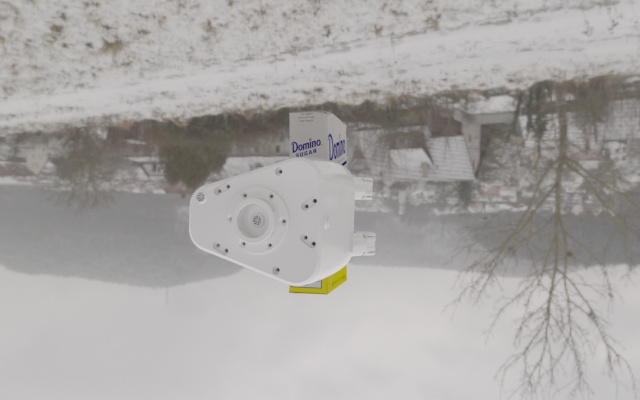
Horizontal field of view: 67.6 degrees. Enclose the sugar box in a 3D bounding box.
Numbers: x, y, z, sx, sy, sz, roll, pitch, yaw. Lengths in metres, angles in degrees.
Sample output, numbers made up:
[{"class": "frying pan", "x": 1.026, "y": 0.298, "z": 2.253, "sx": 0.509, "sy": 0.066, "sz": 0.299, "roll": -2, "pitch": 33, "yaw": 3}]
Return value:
[{"class": "sugar box", "x": 0.001, "y": 0.002, "z": 0.496, "sx": 0.048, "sy": 0.176, "sz": 0.093, "roll": 2, "pitch": 1, "yaw": 15}]
